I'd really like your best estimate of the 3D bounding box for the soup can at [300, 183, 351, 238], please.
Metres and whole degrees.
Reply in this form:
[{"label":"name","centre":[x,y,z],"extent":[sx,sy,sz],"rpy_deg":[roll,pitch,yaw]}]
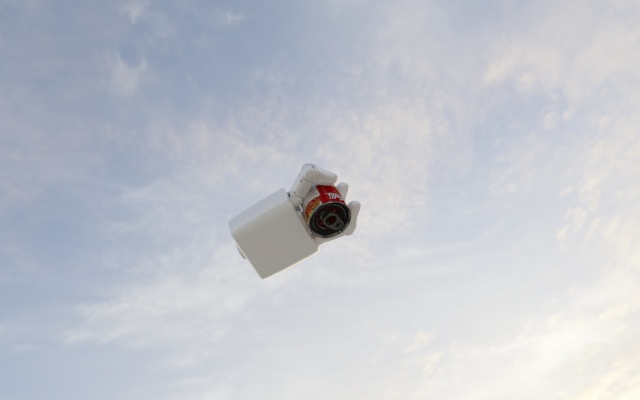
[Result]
[{"label":"soup can","centre":[0.000,0.002,0.758],"extent":[0.068,0.068,0.102],"rpy_deg":[0,34,-21]}]
